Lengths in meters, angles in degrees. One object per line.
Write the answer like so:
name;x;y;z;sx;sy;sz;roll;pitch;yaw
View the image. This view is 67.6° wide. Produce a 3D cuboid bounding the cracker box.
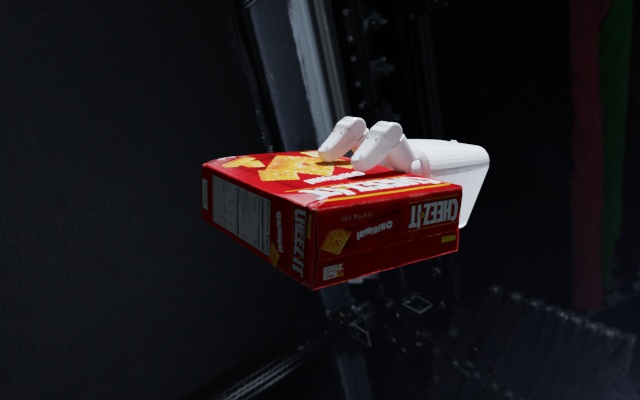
cracker box;0.000;0.002;0.465;0.164;0.072;0.213;-9;17;-34
